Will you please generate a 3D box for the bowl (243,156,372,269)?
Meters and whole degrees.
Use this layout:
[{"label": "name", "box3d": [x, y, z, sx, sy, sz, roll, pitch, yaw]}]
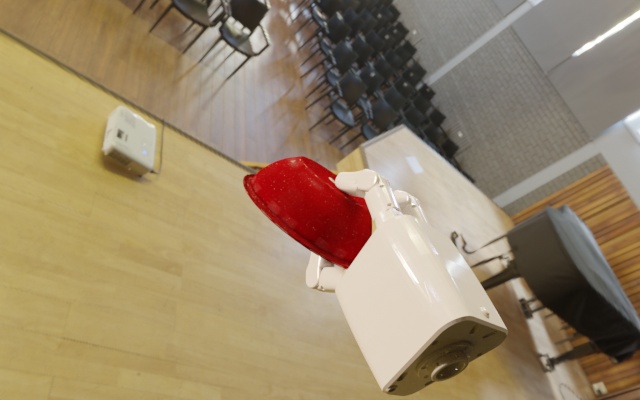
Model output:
[{"label": "bowl", "box3d": [0.000, 0.001, 0.506, 0.162, 0.055, 0.162, 35, 11, -8]}]
